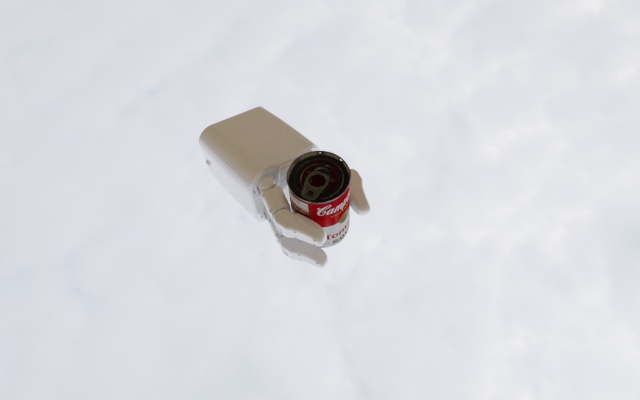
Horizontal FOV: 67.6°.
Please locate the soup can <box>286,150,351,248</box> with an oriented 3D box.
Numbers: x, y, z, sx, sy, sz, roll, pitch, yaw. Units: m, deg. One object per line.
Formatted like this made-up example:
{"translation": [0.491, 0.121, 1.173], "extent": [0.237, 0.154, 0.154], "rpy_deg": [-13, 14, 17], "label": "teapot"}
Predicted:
{"translation": [0.001, 0.002, 0.540], "extent": [0.068, 0.068, 0.102], "rpy_deg": [0, -33, 3], "label": "soup can"}
